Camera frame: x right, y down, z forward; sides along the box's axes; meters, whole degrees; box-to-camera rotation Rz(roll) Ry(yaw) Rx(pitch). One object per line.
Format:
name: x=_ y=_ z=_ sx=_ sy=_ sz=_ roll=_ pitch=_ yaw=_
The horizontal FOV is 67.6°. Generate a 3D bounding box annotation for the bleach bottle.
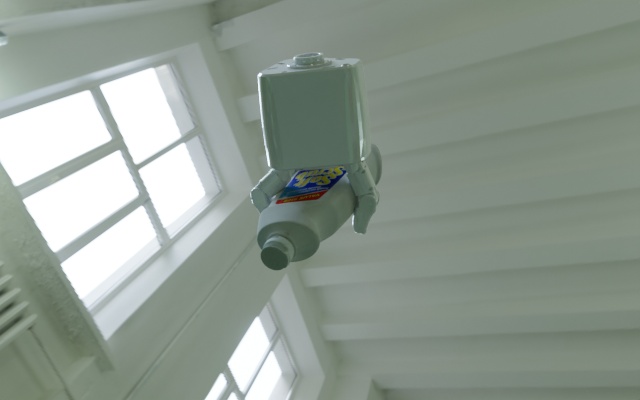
bleach bottle: x=0.000 y=0.002 z=0.567 sx=0.102 sy=0.068 sz=0.250 roll=2 pitch=27 yaw=18
